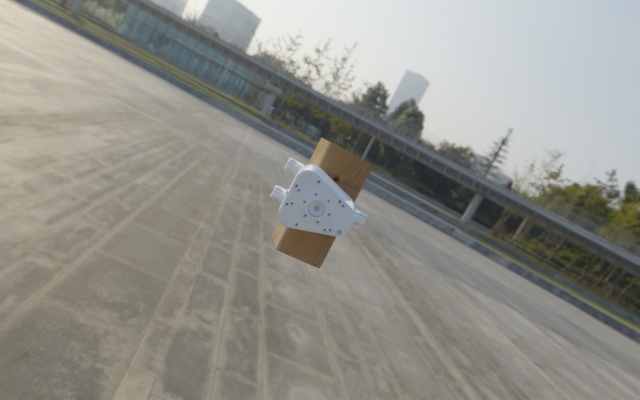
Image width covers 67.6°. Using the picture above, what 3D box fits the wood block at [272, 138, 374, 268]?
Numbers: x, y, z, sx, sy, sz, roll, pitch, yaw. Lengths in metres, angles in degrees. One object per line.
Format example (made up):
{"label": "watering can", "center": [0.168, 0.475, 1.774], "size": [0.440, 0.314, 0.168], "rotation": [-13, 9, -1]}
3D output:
{"label": "wood block", "center": [0.001, 0.003, 0.858], "size": [0.091, 0.206, 0.090], "rotation": [26, 7, -15]}
